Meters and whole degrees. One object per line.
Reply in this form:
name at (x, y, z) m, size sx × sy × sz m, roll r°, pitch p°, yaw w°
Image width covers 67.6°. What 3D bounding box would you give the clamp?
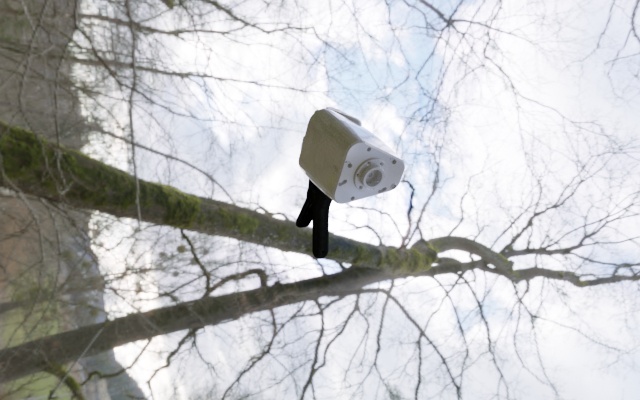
clamp at (0.001, 0.002, 0.749) m, size 0.039 × 0.172 × 0.120 m, roll -2°, pitch 34°, yaw -25°
